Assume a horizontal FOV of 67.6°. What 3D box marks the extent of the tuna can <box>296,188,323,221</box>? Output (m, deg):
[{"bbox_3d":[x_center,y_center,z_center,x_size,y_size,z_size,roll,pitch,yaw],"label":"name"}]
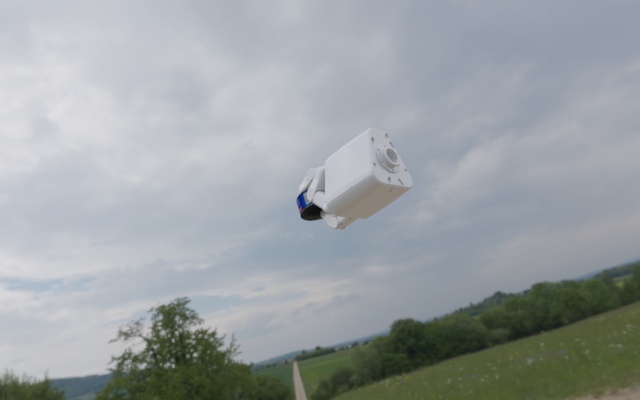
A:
[{"bbox_3d":[0.000,0.002,0.868,0.086,0.033,0.086,-16,-23,-7],"label":"tuna can"}]
